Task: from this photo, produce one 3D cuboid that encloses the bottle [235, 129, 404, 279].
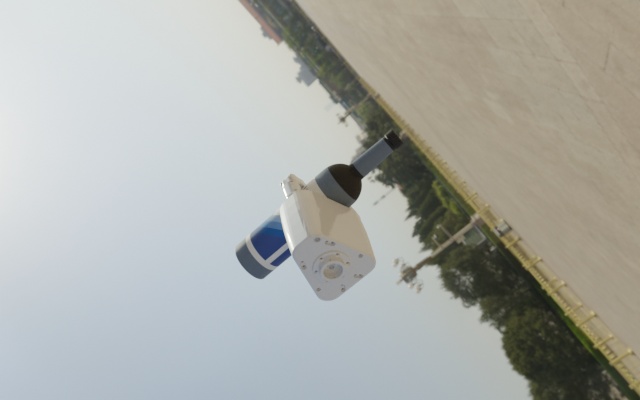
[{"bbox_3d":[0.000,0.002,0.708,0.296,0.069,0.069,-40,-11,13],"label":"bottle"}]
